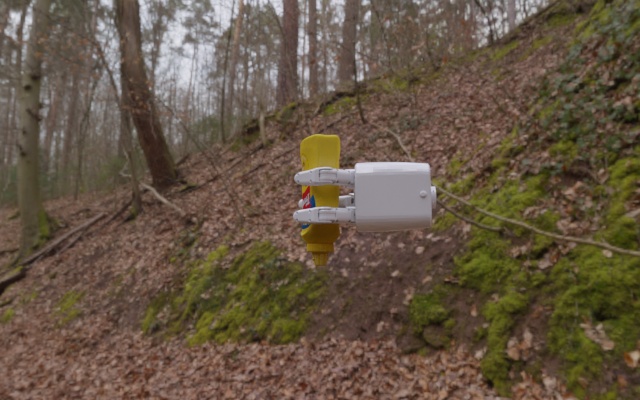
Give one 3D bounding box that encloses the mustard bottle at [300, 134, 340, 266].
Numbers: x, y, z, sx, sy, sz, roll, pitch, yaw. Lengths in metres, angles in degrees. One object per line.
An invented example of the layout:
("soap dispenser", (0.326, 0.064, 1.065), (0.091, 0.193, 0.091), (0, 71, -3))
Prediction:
("mustard bottle", (0.000, 0.002, 0.724), (0.058, 0.191, 0.096), (1, -6, -16))
